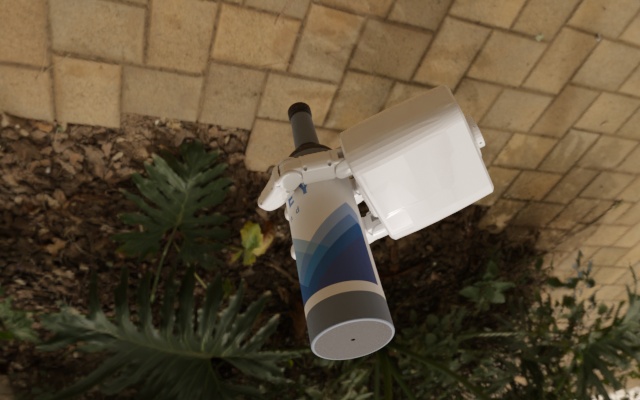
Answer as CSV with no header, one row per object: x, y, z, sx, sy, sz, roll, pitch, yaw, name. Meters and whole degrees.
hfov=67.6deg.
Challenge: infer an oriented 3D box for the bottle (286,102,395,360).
0.000,0.002,0.466,0.069,0.295,0.069,-7,-42,-7,bottle
